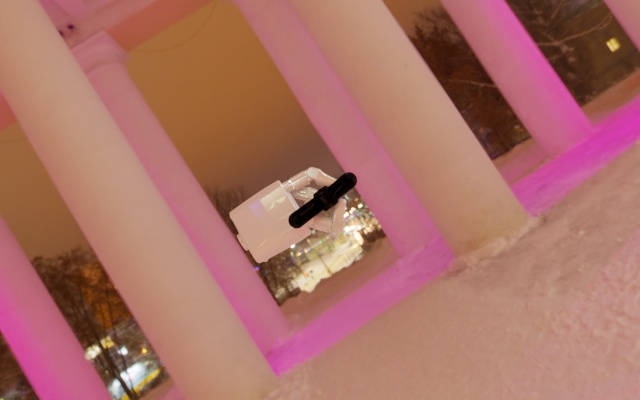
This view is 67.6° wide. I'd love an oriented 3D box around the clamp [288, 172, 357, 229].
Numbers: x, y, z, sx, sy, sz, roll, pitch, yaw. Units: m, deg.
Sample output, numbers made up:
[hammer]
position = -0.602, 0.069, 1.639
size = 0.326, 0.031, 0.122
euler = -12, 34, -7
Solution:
[clamp]
position = 0.000, 0.002, 0.769
size = 0.120, 0.039, 0.171
euler = -31, -3, -3
